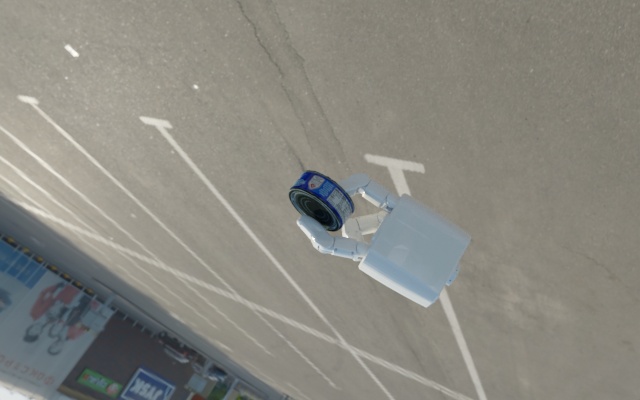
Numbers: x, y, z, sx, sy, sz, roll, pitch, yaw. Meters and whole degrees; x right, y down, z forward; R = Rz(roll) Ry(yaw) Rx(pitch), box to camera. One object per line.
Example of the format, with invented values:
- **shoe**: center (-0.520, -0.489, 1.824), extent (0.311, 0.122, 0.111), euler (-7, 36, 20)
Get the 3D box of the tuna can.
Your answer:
- **tuna can**: center (0.000, 0.002, 0.628), extent (0.086, 0.033, 0.086), euler (31, -24, 16)
